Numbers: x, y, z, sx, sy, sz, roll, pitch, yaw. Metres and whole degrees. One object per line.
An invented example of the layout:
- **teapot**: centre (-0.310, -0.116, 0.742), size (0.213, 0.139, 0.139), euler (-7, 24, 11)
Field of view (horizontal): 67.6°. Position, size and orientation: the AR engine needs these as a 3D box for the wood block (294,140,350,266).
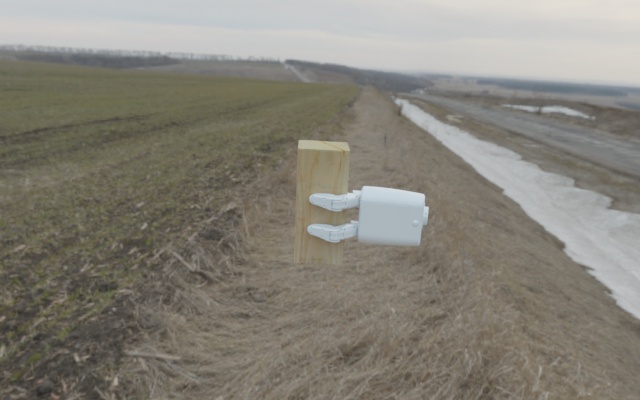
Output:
- **wood block**: centre (0.001, 0.003, 0.855), size (0.090, 0.206, 0.090), euler (3, 16, -1)
